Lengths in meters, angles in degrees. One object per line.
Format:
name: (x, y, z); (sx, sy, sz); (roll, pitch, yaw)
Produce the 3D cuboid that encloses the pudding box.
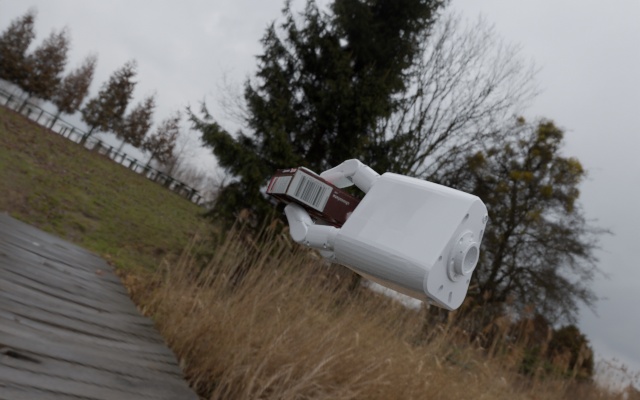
pudding box: (0.000, 0.002, 0.571); (0.113, 0.039, 0.090); (30, -10, -19)
